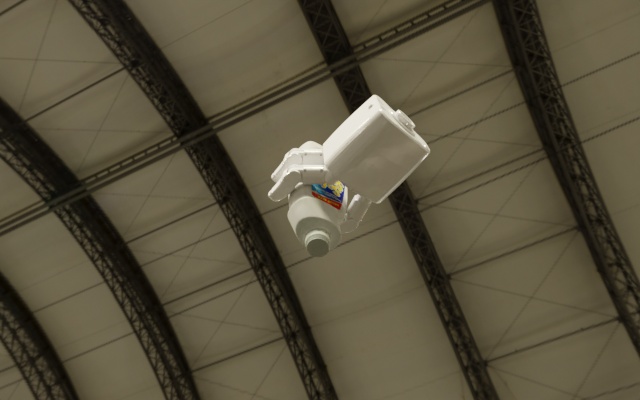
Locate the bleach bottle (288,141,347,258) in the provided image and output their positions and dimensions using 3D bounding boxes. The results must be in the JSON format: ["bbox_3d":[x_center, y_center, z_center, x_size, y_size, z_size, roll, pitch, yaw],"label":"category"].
[{"bbox_3d":[0.000,0.002,0.696,0.102,0.068,0.250,37,22,-20],"label":"bleach bottle"}]
